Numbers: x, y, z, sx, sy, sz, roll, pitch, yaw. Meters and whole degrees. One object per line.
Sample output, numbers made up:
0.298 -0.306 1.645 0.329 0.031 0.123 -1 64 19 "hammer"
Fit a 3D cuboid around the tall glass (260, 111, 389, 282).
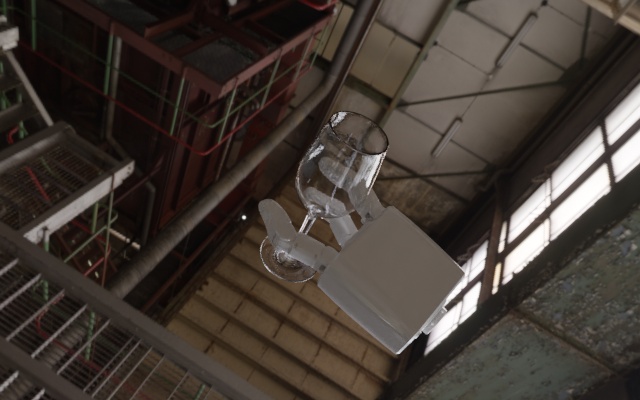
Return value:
0.000 0.002 0.511 0.079 0.079 0.201 0 -42 -29 "tall glass"
